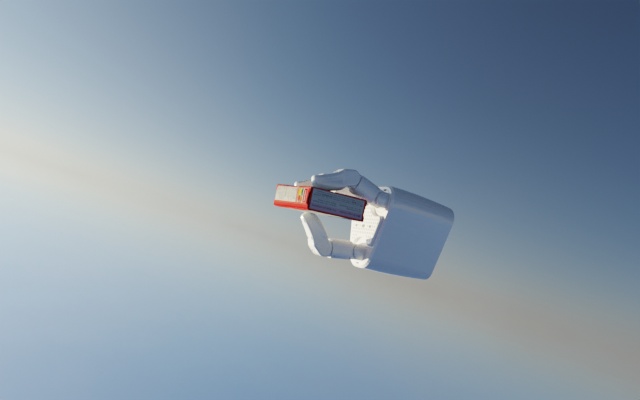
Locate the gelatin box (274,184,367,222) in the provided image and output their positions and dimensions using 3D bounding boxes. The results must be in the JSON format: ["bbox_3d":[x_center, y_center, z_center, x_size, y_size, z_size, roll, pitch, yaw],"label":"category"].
[{"bbox_3d":[0.000,0.002,0.580,0.089,0.030,0.073,12,-3,-37],"label":"gelatin box"}]
